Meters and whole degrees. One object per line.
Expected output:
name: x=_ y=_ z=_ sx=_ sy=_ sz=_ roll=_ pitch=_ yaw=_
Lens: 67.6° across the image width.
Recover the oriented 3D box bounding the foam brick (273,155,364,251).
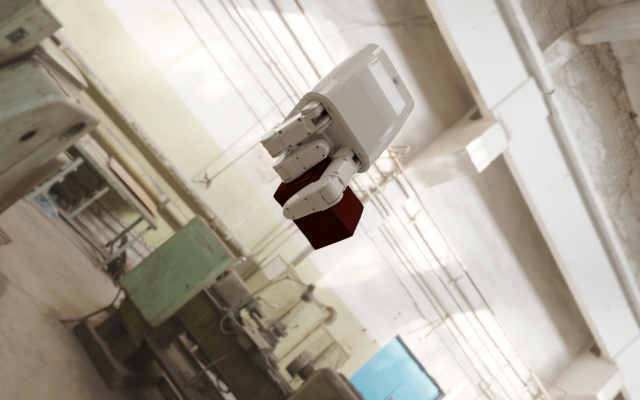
foam brick: x=0.000 y=0.002 z=0.494 sx=0.053 sy=0.078 sz=0.051 roll=-22 pitch=25 yaw=33
